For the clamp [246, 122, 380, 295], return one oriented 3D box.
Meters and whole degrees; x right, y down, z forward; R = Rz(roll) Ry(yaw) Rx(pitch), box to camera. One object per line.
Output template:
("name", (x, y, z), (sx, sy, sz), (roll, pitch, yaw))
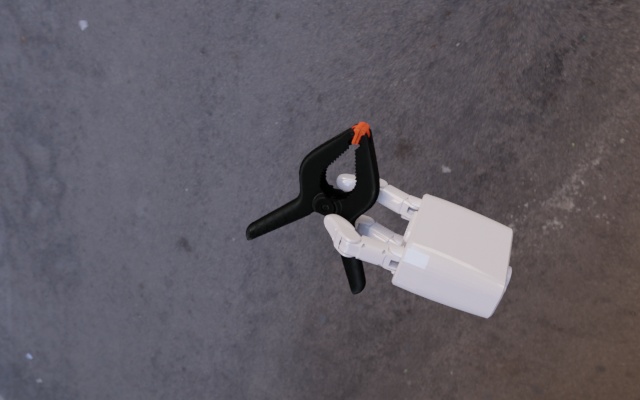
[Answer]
("clamp", (0.000, 0.002, 0.558), (0.164, 0.210, 0.036), (20, 30, 8))
